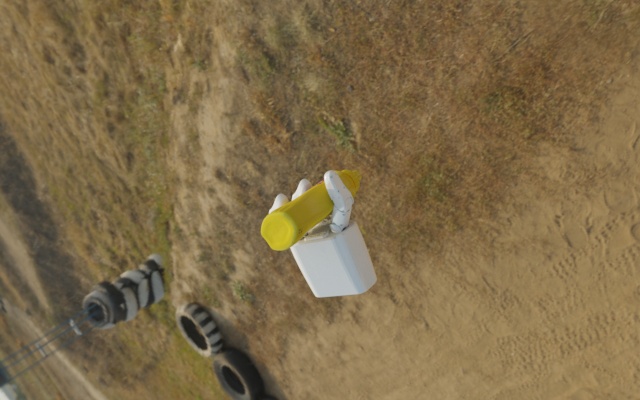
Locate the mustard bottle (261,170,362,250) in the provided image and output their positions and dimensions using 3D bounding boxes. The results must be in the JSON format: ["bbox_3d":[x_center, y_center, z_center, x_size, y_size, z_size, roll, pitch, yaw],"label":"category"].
[{"bbox_3d":[0.000,0.002,0.740,0.191,0.058,0.096,-35,-5,-36],"label":"mustard bottle"}]
